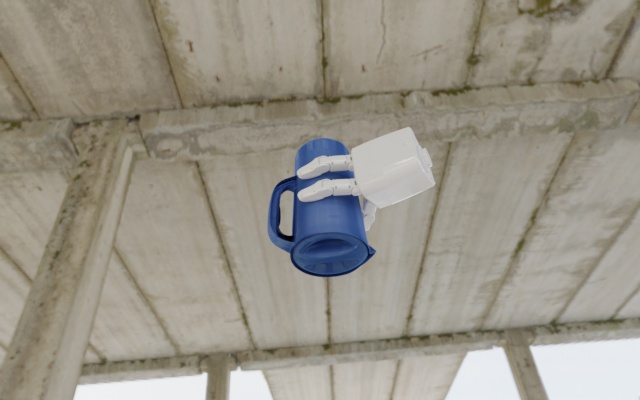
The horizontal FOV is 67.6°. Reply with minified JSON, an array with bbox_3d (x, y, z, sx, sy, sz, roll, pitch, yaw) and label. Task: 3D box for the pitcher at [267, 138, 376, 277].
[{"bbox_3d":[0.000,0.003,0.856,0.145,0.242,0.149,-21,-43,19],"label":"pitcher"}]
